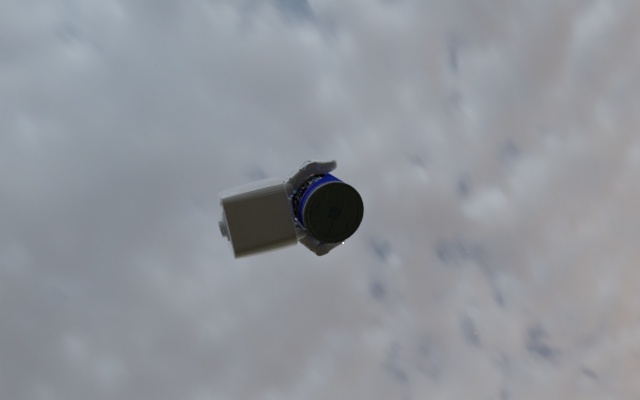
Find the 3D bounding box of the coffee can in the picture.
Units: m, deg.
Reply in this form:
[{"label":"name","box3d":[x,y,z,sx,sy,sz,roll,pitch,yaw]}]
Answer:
[{"label":"coffee can","box3d":[0.000,0.003,0.819,0.103,0.103,0.140,0,15,-19]}]
